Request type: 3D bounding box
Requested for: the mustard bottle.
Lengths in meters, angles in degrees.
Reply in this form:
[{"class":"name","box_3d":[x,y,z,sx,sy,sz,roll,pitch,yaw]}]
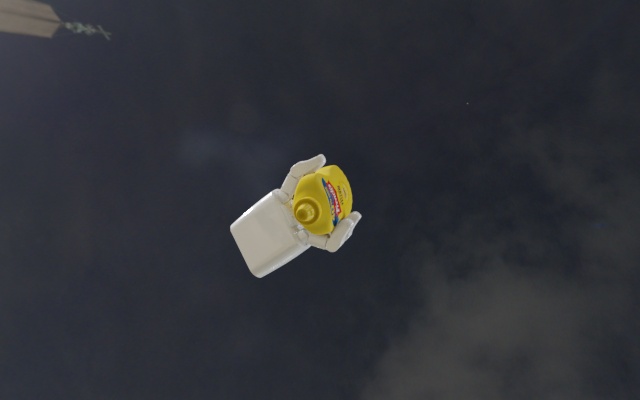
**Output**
[{"class":"mustard bottle","box_3d":[0.000,0.002,0.759,0.058,0.096,0.191,-10,8,19]}]
